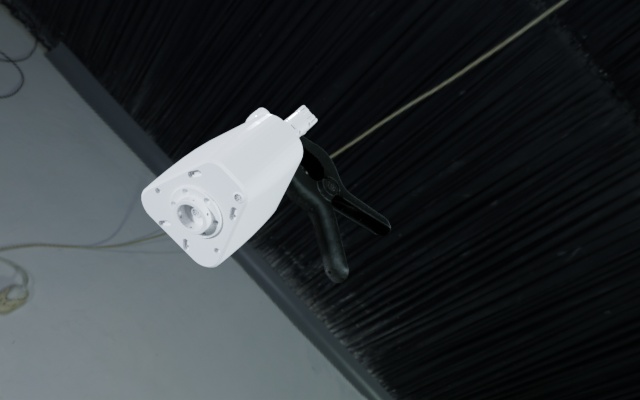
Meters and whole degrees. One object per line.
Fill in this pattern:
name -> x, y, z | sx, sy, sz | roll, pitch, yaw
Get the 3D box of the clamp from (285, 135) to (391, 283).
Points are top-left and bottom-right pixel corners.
clamp -> 0.000, 0.001, 0.505 | 0.039, 0.171, 0.120 | -39, 7, 35
